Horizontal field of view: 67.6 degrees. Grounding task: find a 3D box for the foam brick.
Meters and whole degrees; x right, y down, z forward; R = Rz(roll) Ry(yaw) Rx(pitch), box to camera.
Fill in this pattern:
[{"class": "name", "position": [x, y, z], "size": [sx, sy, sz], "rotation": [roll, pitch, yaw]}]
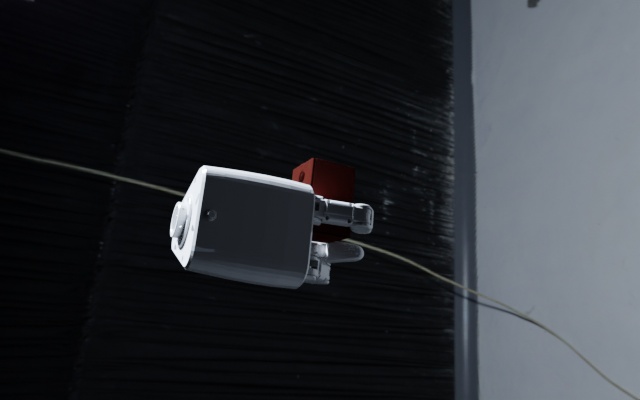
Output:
[{"class": "foam brick", "position": [0.000, 0.001, 0.502], "size": [0.051, 0.078, 0.053], "rotation": [12, -16, -24]}]
